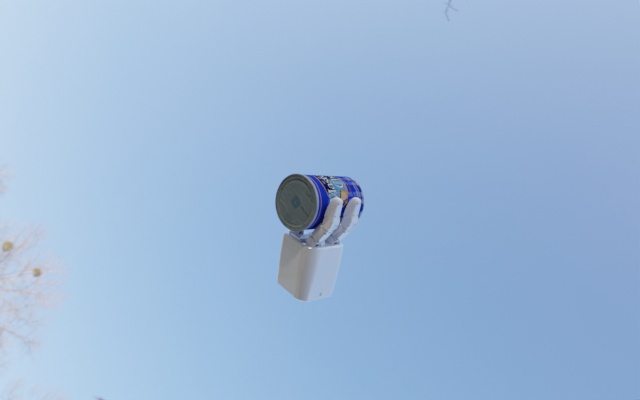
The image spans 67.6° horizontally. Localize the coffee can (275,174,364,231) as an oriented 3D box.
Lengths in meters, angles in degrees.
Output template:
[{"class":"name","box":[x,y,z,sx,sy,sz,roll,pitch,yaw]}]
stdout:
[{"class":"coffee can","box":[0.000,0.003,0.899,0.103,0.103,0.140,0,0,41]}]
